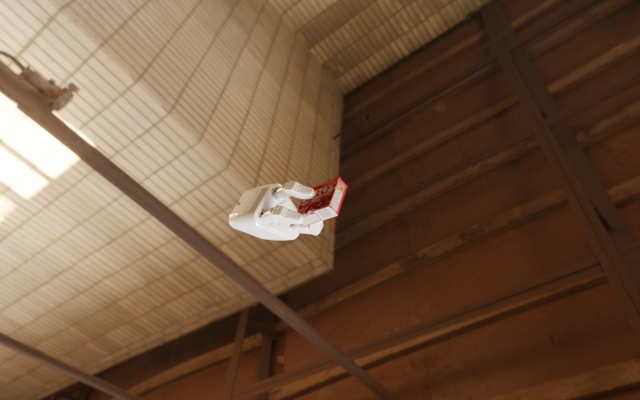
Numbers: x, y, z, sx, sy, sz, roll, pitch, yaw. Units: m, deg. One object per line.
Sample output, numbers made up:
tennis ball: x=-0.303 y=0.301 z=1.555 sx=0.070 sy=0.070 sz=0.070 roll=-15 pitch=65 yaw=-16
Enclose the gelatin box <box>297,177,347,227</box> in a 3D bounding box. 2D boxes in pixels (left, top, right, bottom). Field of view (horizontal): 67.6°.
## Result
gelatin box: x=0.001 y=0.003 z=0.872 sx=0.089 sy=0.073 sz=0.030 roll=-20 pitch=-54 yaw=39
